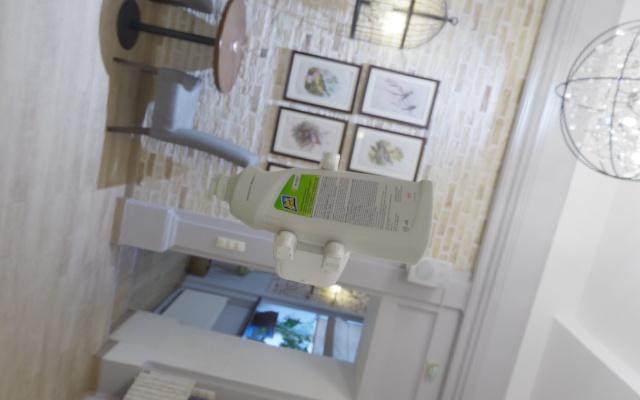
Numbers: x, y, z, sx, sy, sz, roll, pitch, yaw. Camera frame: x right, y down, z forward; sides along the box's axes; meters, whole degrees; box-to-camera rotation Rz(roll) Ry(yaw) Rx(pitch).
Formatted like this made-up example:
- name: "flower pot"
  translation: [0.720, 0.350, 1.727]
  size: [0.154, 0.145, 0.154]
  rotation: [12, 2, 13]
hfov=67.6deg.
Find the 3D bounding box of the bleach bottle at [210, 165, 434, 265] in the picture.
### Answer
- name: "bleach bottle"
  translation: [0.000, 0.002, 0.556]
  size: [0.251, 0.102, 0.068]
  rotation: [12, -34, 0]
